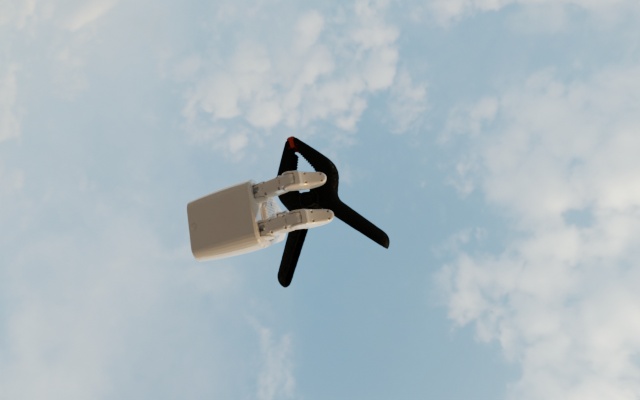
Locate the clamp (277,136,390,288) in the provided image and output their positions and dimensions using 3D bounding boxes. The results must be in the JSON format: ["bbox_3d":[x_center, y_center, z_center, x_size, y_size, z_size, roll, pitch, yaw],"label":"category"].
[{"bbox_3d":[0.000,0.002,0.671,0.164,0.210,0.036,-16,-17,16],"label":"clamp"}]
